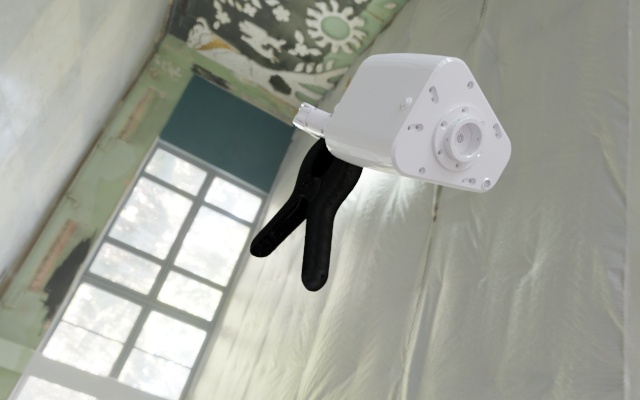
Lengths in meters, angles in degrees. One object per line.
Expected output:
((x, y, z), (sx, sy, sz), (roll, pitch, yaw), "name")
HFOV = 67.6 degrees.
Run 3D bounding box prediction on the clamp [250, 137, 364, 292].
((0.001, 0.002, 0.455), (0.039, 0.171, 0.120), (26, 4, -41), "clamp")
